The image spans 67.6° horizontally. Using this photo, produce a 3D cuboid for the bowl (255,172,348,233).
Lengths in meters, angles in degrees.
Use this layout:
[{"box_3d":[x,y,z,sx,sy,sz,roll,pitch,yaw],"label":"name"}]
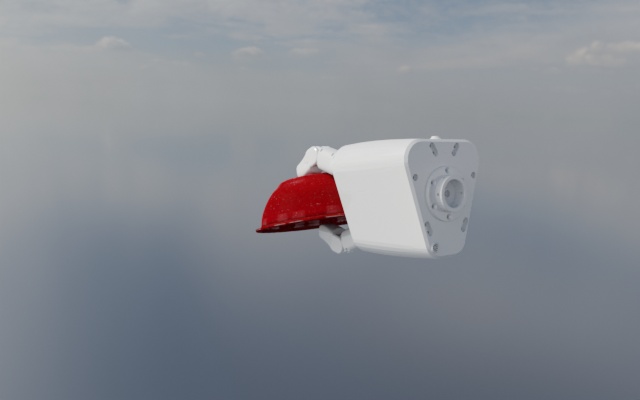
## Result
[{"box_3d":[-0.001,0.002,0.571,0.162,0.055,0.162,-8,-7,-1],"label":"bowl"}]
